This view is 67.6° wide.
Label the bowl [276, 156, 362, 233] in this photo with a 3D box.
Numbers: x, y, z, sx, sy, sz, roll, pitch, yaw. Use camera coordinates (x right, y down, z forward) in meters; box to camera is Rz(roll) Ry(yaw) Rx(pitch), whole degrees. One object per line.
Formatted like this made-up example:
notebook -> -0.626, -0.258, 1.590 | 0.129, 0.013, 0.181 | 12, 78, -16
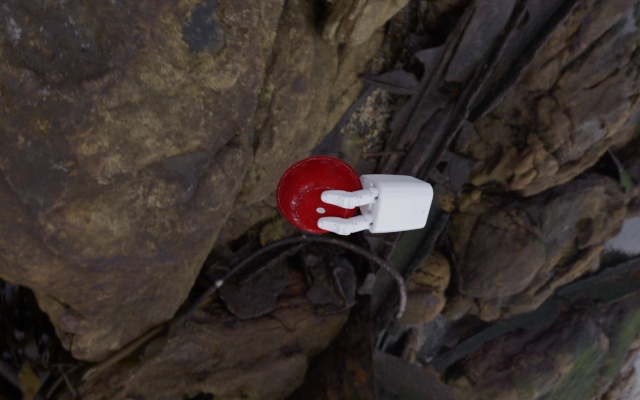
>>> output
bowl -> -0.001, 0.003, 0.864 | 0.162, 0.162, 0.055 | 0, 30, -5
